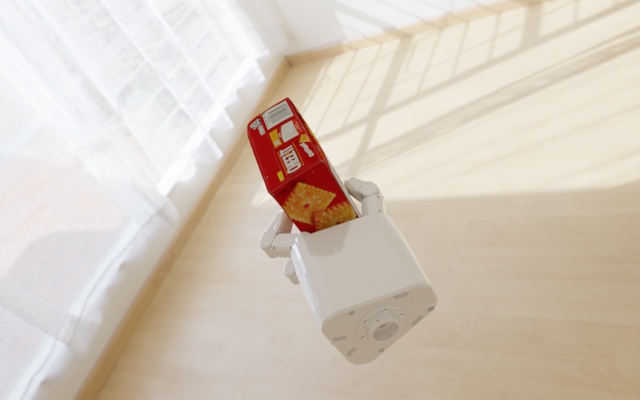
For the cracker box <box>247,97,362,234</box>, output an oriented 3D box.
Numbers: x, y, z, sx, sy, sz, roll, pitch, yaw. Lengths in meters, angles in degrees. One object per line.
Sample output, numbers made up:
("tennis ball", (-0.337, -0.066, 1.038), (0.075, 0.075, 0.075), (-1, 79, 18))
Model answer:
("cracker box", (0.000, 0.002, 0.588), (0.072, 0.214, 0.164), (-31, 38, 4))
